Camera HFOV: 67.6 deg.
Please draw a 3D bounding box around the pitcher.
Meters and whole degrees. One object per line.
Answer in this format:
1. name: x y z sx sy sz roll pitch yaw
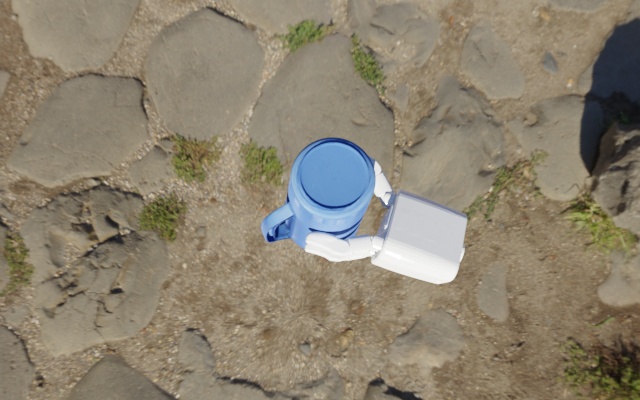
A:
1. pitcher: 0.000 0.002 0.704 0.145 0.149 0.243 21 -14 2
